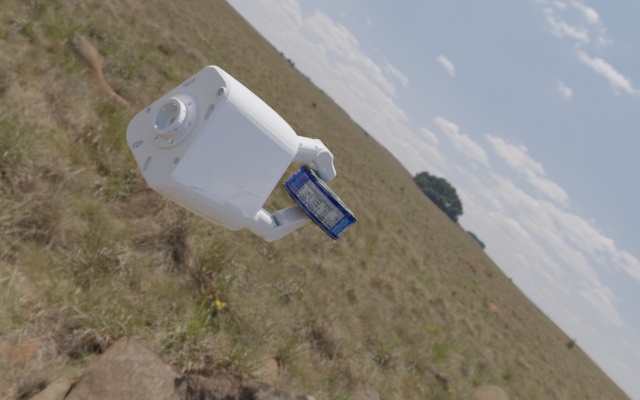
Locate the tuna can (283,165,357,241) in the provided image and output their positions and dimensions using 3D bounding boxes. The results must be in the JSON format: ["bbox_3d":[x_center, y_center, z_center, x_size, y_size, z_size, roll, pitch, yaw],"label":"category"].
[{"bbox_3d":[0.001,0.001,0.523,0.034,0.086,0.086,-44,-4,4],"label":"tuna can"}]
